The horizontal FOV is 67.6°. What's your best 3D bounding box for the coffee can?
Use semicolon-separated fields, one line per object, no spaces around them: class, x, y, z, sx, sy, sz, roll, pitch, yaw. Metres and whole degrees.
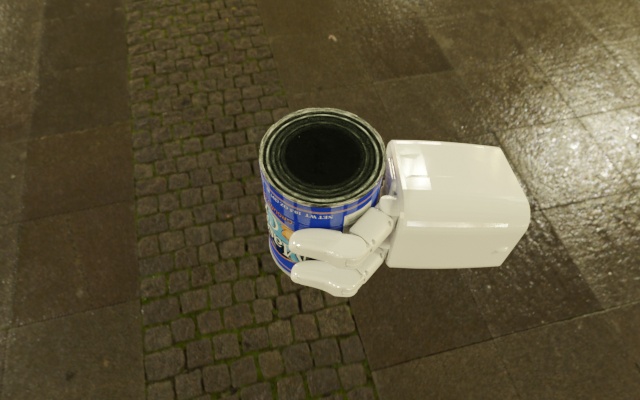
coffee can;0.000;0.001;0.437;0.103;0.102;0.140;0;-34;-2
